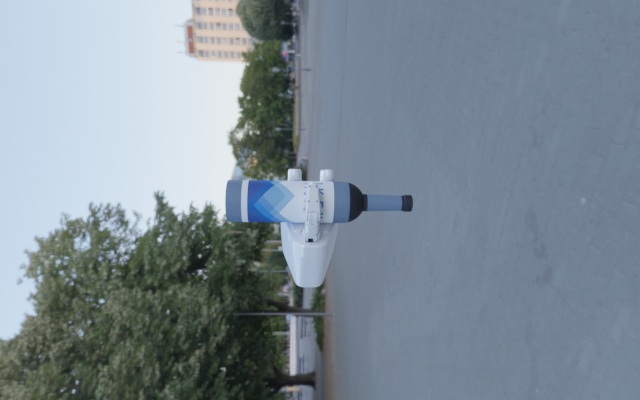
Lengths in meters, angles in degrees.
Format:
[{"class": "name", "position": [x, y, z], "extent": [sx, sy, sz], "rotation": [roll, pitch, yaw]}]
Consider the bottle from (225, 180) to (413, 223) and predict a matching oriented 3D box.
[{"class": "bottle", "position": [0.000, 0.002, 0.765], "extent": [0.296, 0.069, 0.069], "rotation": [1, 0, -4]}]
